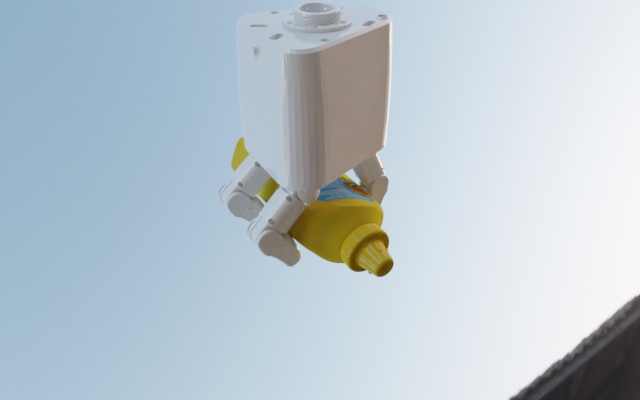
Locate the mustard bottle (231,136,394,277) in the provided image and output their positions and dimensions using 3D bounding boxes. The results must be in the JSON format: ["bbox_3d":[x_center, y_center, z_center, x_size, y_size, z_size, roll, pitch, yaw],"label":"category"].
[{"bbox_3d":[0.000,0.002,0.428,0.096,0.058,0.191,3,29,-39],"label":"mustard bottle"}]
